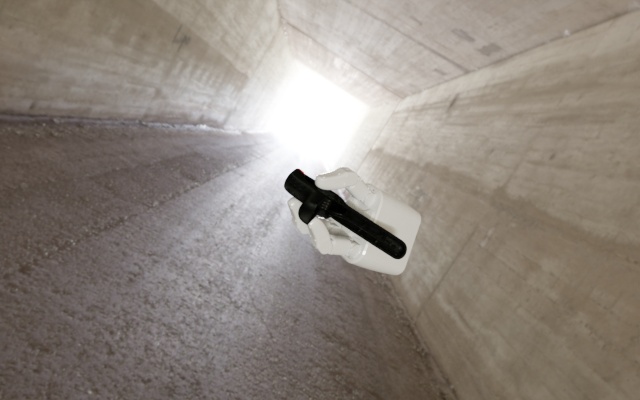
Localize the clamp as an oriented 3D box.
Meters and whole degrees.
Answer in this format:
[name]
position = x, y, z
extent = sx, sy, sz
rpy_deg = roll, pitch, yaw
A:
[clamp]
position = 0.000, 0.001, 0.629
extent = 0.164, 0.036, 0.210
rpy_deg = 23, 11, -40
